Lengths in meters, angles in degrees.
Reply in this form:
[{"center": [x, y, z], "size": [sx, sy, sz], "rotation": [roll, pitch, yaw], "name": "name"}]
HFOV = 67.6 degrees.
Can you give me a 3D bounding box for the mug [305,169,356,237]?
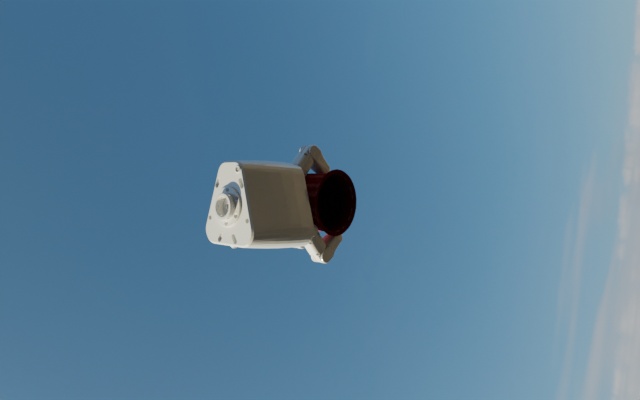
[{"center": [0.001, 0.002, 0.697], "size": [0.081, 0.093, 0.117], "rotation": [3, 0, 40], "name": "mug"}]
